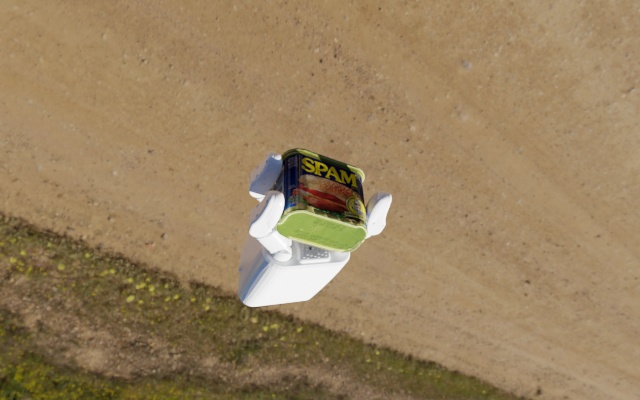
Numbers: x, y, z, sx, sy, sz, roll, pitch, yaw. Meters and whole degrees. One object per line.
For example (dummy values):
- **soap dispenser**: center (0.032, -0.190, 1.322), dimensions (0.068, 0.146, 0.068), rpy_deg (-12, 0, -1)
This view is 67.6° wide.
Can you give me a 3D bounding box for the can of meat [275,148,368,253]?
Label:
- **can of meat**: center (0.000, 0.002, 0.516), dimensions (0.102, 0.083, 0.057), rpy_deg (17, -43, -23)
